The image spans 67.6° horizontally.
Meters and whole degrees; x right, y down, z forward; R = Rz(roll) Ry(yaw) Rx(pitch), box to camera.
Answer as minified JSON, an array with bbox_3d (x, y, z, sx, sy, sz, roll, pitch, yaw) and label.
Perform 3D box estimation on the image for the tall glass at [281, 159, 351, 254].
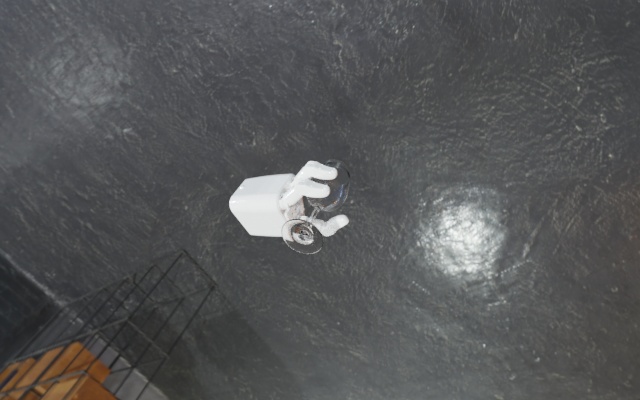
[{"bbox_3d":[0.000,0.003,0.864,0.079,0.079,0.201,0,35,23],"label":"tall glass"}]
